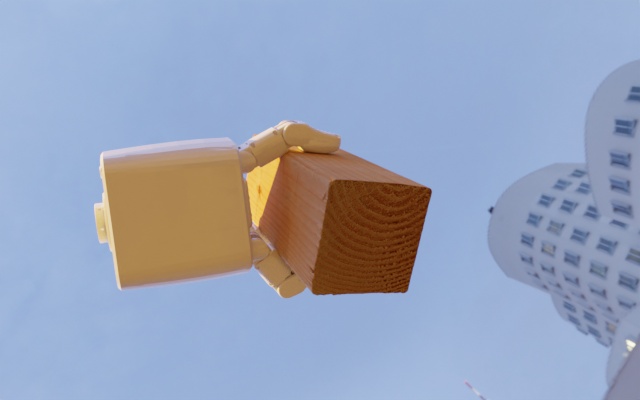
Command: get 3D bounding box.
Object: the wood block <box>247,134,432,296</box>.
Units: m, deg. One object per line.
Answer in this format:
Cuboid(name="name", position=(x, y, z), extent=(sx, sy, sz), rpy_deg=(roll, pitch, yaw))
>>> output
Cuboid(name="wood block", position=(0.000, 0.001, 0.447), extent=(0.090, 0.091, 0.206), rpy_deg=(4, 15, -25))
